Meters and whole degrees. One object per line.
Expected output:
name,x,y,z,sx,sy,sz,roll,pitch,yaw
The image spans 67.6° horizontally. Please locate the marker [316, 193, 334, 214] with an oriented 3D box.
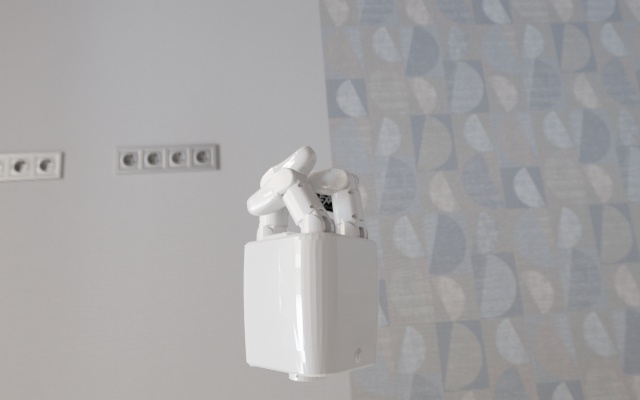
marker,0.000,0.001,0.473,0.020,0.020,0.121,0,-9,35
